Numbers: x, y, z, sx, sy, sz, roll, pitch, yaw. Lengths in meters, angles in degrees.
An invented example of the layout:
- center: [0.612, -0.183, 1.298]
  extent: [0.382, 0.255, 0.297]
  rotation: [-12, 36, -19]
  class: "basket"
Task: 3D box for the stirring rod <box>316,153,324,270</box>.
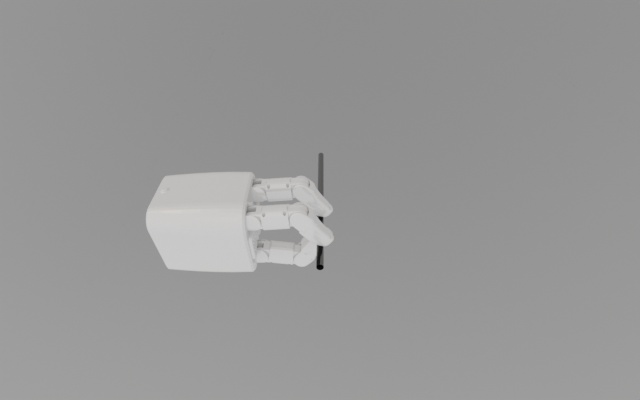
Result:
- center: [0.000, 0.002, 0.602]
  extent: [0.011, 0.011, 0.239]
  rotation: [0, 35, 0]
  class: "stirring rod"
